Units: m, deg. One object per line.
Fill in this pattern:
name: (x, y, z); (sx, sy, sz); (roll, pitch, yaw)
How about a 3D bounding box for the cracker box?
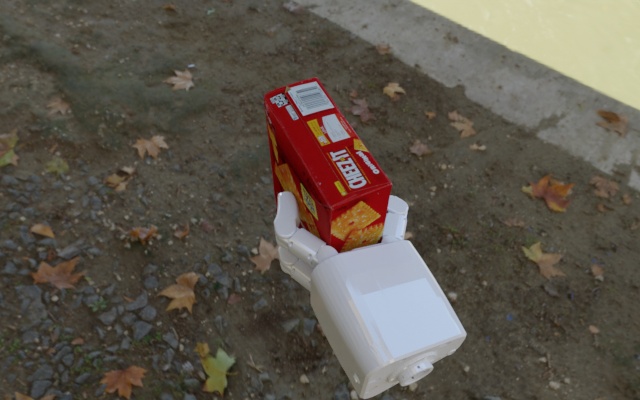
cracker box: (0.000, 0.002, 0.532); (0.072, 0.164, 0.214); (-20, -34, -15)
